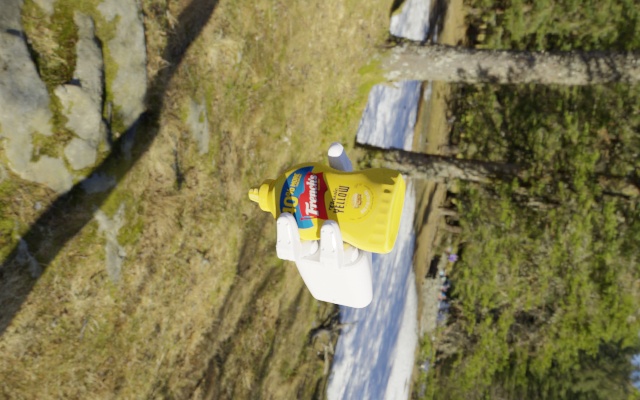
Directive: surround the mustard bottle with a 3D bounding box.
[{"bbox_3d":[0.000,0.002,0.579,0.191,0.096,0.058,8,-14,22],"label":"mustard bottle"}]
